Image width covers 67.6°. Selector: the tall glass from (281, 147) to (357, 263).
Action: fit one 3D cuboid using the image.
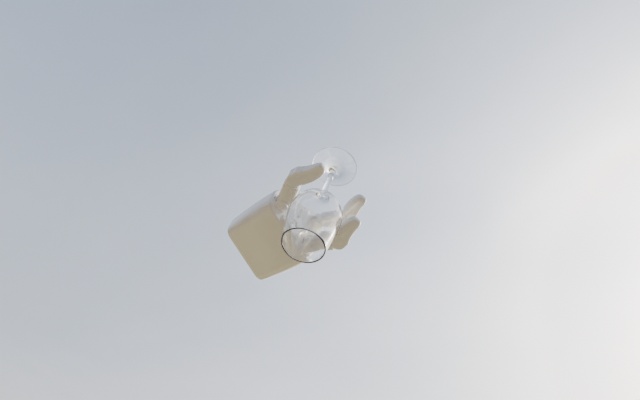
[{"bbox_3d":[0.000,0.002,0.703,0.079,0.079,0.201,0,35,16],"label":"tall glass"}]
